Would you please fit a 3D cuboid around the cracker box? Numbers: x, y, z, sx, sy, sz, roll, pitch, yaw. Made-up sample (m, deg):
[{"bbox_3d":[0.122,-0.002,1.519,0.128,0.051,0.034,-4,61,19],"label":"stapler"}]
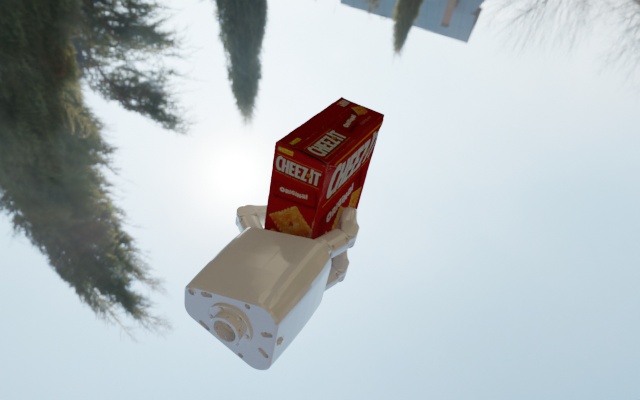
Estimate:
[{"bbox_3d":[0.000,0.002,0.593,0.072,0.214,0.164,24,37,16],"label":"cracker box"}]
